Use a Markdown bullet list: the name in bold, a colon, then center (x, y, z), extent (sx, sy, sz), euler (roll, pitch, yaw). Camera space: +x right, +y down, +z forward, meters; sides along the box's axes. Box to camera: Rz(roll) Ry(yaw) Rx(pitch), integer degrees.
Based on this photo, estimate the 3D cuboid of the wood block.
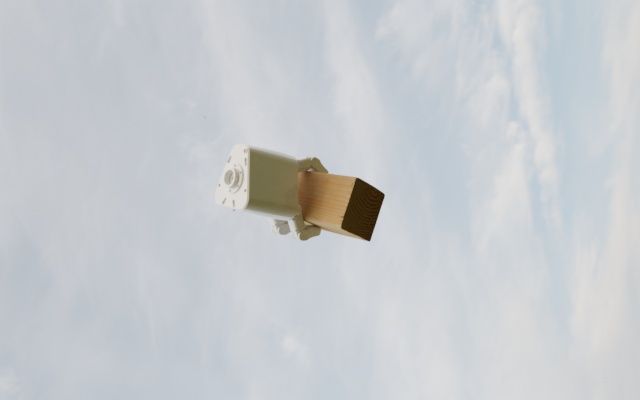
- **wood block**: center (0.000, 0.002, 0.865), extent (0.206, 0.091, 0.090), euler (11, -11, 44)
